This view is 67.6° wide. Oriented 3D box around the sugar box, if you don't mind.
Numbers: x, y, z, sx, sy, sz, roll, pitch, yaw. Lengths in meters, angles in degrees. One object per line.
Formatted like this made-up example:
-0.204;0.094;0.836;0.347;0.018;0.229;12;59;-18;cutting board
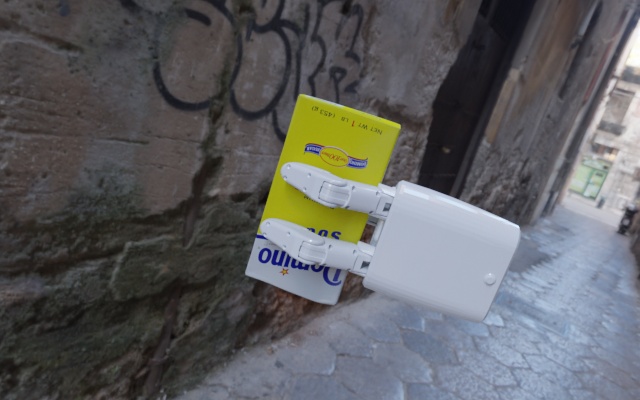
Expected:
0.000;0.001;0.436;0.093;0.176;0.048;19;14;4;sugar box
